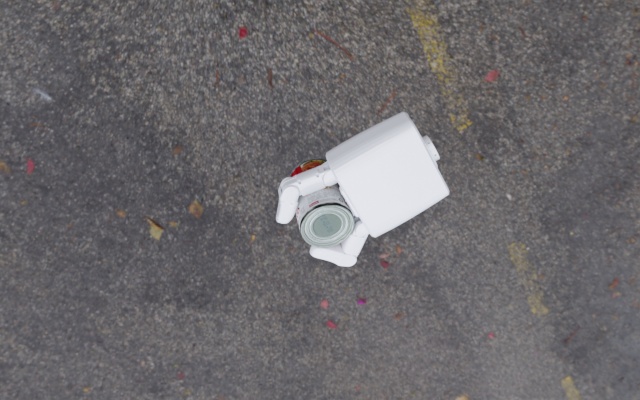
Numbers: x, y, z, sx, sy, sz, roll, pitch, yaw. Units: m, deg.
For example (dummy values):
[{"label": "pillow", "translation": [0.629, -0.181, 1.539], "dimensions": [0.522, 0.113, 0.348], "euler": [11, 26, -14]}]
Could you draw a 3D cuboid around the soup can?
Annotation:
[{"label": "soup can", "translation": [0.000, 0.002, 0.599], "dimensions": [0.068, 0.068, 0.102], "euler": [0, 36, -12]}]
